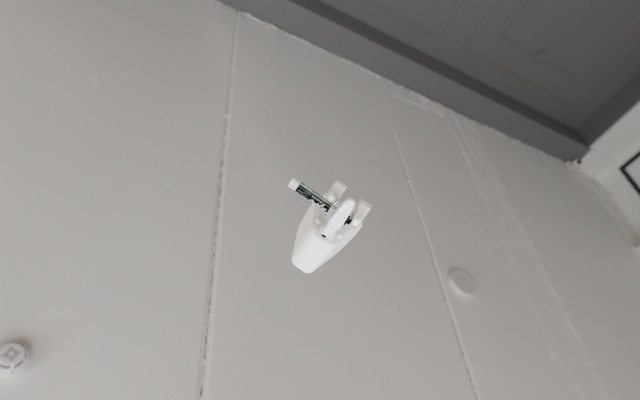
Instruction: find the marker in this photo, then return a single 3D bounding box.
[{"bbox_3d":[0.000,0.003,0.795,0.121,0.020,0.020,34,0,0],"label":"marker"}]
